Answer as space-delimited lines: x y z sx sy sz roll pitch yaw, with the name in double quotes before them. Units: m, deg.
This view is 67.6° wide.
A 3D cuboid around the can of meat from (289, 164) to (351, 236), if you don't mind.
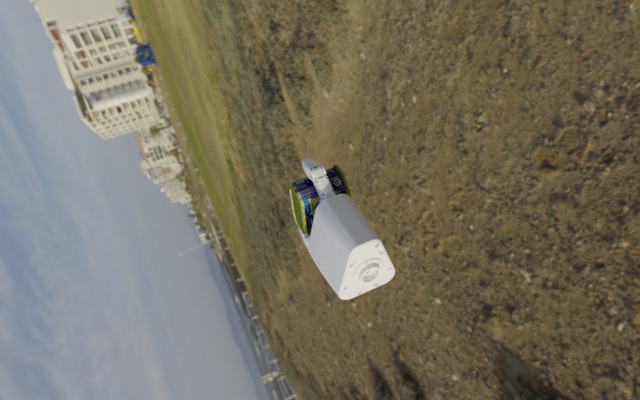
"can of meat" 0.000 0.003 0.770 0.084 0.102 0.057 -21 47 -14
